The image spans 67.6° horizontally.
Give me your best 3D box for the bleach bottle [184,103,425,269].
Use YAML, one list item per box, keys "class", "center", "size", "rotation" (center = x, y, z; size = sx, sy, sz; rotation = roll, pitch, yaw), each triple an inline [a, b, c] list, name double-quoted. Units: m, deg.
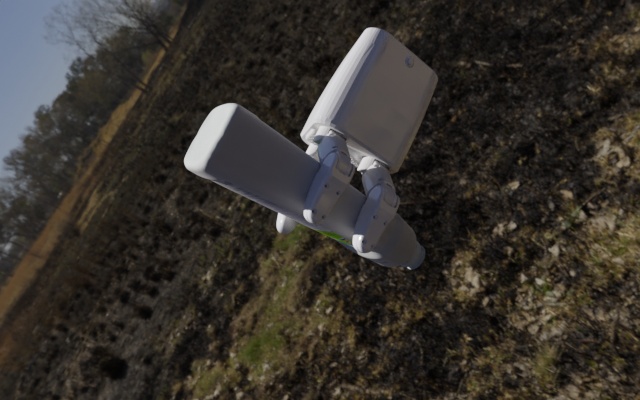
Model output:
- class: "bleach bottle"
  center: [0.000, 0.002, 0.462]
  size: [0.251, 0.068, 0.102]
  rotation: [31, -7, -26]
